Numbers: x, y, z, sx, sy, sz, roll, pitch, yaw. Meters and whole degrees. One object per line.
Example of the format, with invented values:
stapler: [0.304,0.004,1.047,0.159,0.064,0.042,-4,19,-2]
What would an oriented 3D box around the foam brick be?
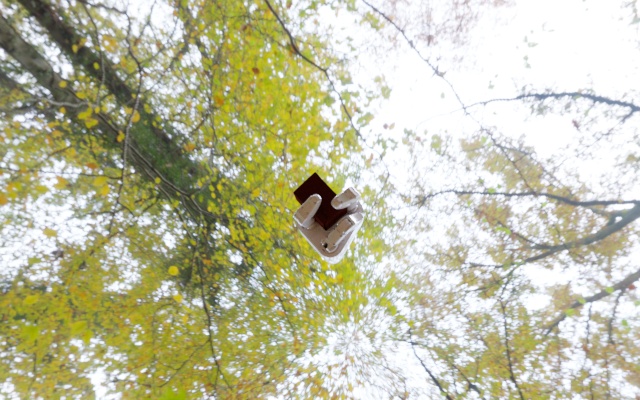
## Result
foam brick: [0.000,0.002,0.799,0.053,0.078,0.051,-41,-14,-7]
